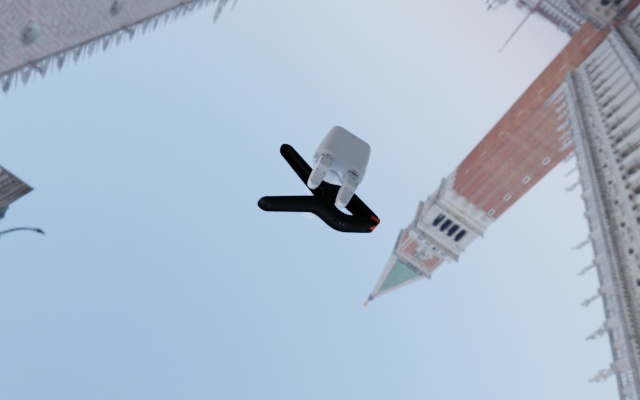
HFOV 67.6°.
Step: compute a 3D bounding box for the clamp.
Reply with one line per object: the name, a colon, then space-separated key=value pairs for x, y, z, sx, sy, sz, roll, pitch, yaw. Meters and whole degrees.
clamp: x=0.000 y=0.003 z=0.785 sx=0.210 sy=0.036 sz=0.164 roll=32 pitch=40 yaw=-6
